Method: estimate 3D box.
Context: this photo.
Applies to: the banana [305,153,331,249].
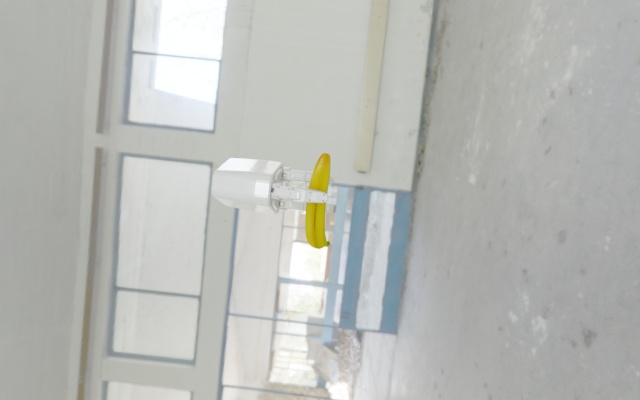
[{"bbox_3d":[-0.005,0.015,0.858,0.037,0.198,0.069,8,30,12],"label":"banana"}]
